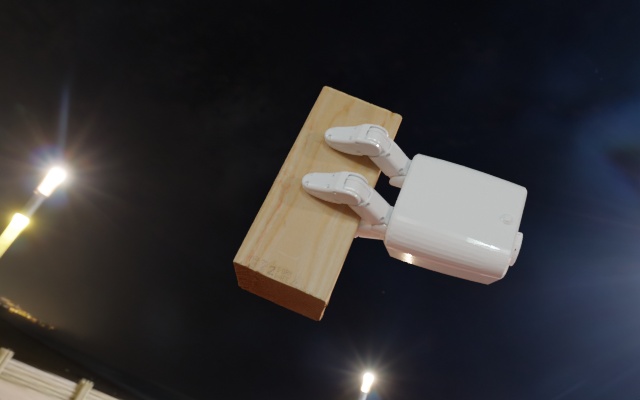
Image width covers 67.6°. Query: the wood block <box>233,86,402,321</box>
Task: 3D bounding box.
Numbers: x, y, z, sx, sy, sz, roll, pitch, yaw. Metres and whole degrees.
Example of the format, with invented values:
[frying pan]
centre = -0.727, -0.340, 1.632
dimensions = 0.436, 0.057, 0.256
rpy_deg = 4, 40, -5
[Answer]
[wood block]
centre = 0.000, 0.002, 0.483
dimensions = 0.090, 0.206, 0.091
rpy_deg = 22, -25, 5
